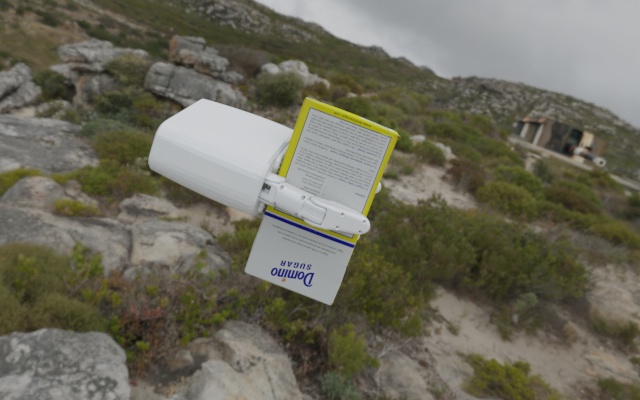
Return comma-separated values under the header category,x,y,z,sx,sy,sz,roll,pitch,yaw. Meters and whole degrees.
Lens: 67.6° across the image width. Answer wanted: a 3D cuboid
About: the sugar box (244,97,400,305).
category,x,y,z,sx,sy,sz,roll,pitch,yaw
sugar box,0.000,0.001,0.459,0.093,0.176,0.048,22,13,1
